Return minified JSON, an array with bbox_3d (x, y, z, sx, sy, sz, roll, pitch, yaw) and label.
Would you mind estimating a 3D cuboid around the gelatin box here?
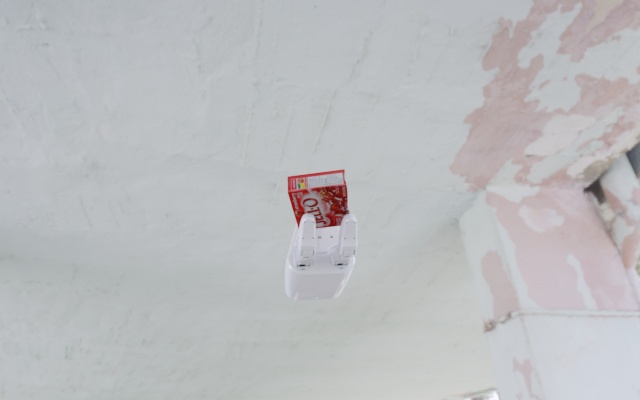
[{"bbox_3d":[0.000,0.001,0.618,0.073,0.030,0.089,-7,-38,3],"label":"gelatin box"}]
